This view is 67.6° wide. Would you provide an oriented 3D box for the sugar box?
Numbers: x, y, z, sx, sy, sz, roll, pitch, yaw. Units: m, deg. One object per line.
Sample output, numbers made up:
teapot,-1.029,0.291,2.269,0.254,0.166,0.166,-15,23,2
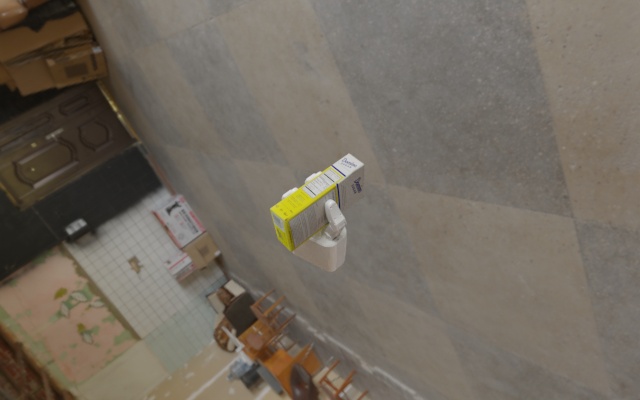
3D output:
sugar box,0.000,0.003,0.827,0.176,0.093,0.048,-38,58,-23
